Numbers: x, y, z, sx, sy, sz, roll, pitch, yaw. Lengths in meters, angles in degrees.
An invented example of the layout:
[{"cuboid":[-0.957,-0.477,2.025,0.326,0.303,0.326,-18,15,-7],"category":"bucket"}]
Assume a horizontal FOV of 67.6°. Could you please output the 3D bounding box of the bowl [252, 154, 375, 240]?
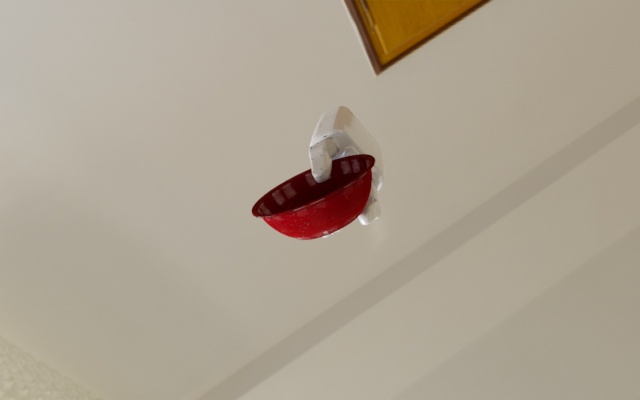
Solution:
[{"cuboid":[0.000,0.003,0.581,0.162,0.055,0.162,-22,16,7],"category":"bowl"}]
